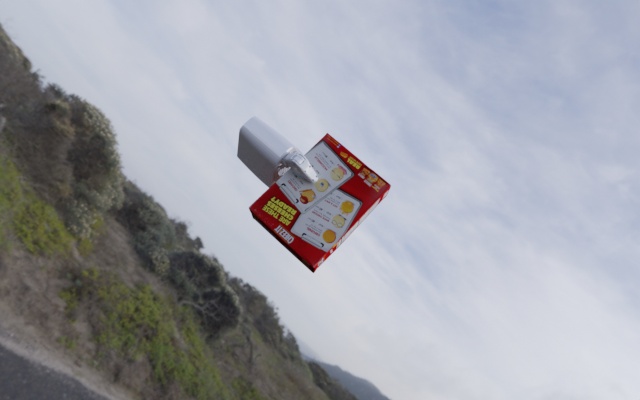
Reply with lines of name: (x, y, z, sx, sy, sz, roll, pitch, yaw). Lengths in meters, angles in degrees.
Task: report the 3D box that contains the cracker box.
cracker box: (0.000, 0.003, 0.900, 0.164, 0.213, 0.072, 41, -15, 14)
